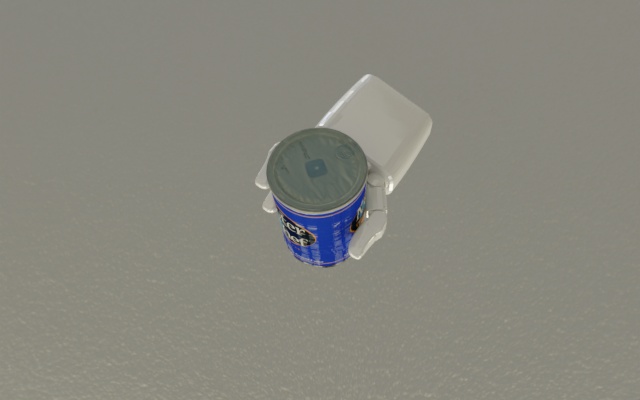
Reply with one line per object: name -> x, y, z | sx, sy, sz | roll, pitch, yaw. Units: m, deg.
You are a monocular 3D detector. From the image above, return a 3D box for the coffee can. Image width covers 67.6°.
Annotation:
coffee can -> 0.000, 0.002, 0.538 | 0.103, 0.102, 0.140 | 0, -30, 4
